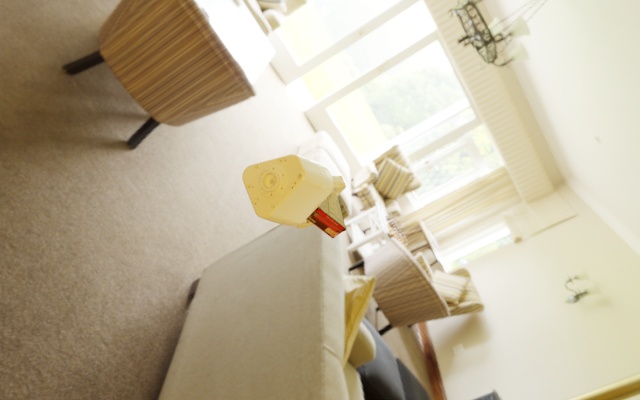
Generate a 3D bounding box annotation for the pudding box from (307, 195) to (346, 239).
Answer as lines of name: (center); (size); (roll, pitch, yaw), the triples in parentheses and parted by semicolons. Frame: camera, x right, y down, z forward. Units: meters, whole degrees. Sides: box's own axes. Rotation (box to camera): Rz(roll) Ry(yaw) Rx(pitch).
pudding box: (0.000, 0.003, 0.884); (0.039, 0.113, 0.090); (-31, -47, 21)
